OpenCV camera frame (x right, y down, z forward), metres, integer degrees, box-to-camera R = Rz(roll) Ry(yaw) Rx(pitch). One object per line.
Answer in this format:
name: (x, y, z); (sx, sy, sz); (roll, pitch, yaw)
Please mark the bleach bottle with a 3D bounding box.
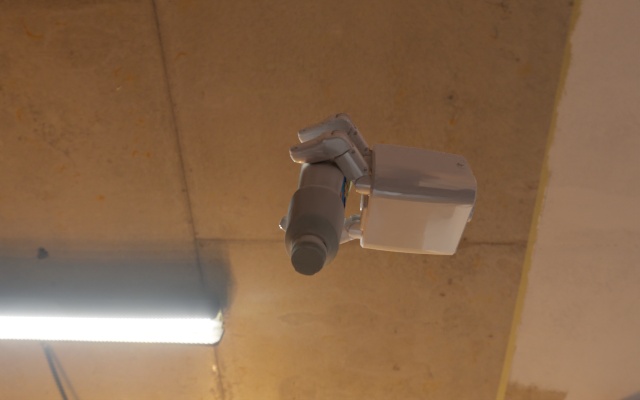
bleach bottle: (0.000, 0.002, 0.514); (0.068, 0.103, 0.250); (6, 28, 3)
